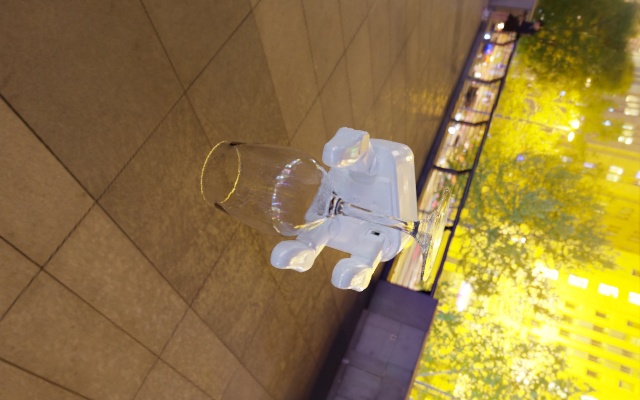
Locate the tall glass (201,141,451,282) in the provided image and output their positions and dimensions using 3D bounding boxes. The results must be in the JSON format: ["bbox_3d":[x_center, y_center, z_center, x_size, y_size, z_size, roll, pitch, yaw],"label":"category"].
[{"bbox_3d":[0.001,0.001,0.401,0.201,0.079,0.079,16,5,19],"label":"tall glass"}]
